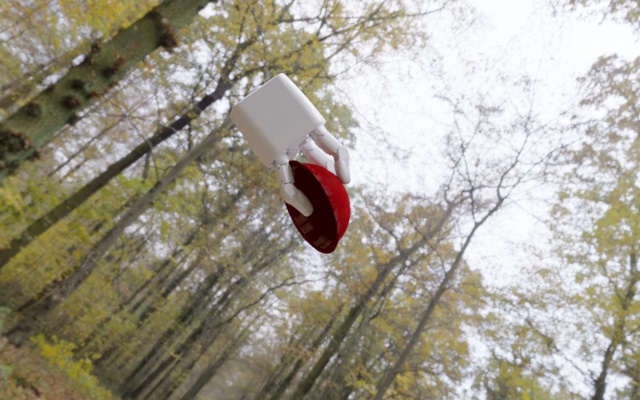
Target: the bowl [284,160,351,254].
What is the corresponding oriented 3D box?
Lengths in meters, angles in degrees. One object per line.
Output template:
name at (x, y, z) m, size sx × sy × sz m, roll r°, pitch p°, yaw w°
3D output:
bowl at (0.001, 0.004, 0.771) m, size 0.055 × 0.162 × 0.162 m, roll -25°, pitch 11°, yaw -26°
